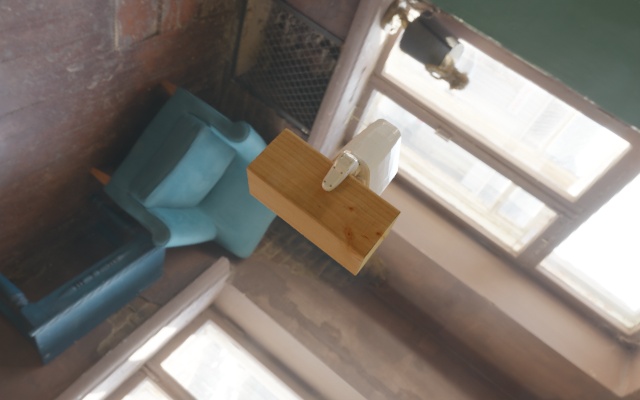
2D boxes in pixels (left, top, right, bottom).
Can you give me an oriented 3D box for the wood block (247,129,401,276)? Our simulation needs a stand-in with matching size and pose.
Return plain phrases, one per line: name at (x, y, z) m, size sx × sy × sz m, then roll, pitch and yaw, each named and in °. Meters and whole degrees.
wood block at (0.000, 0.002, 0.697) m, size 0.206 × 0.090 × 0.091 m, roll 37°, pitch -23°, yaw 12°
